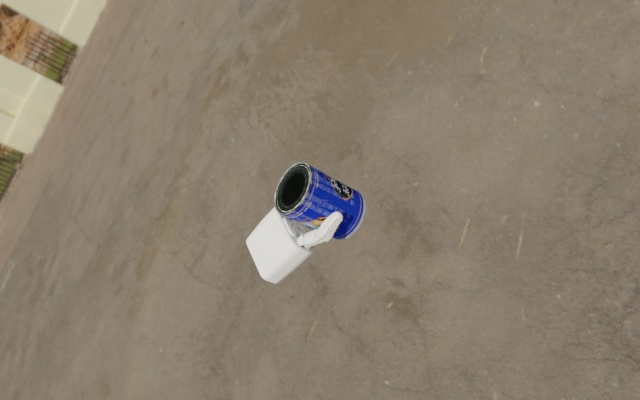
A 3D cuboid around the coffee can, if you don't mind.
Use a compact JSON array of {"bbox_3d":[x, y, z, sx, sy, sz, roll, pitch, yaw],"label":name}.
[{"bbox_3d":[0.000,0.003,0.883,0.140,0.102,0.103,27,-16,-35],"label":"coffee can"}]
